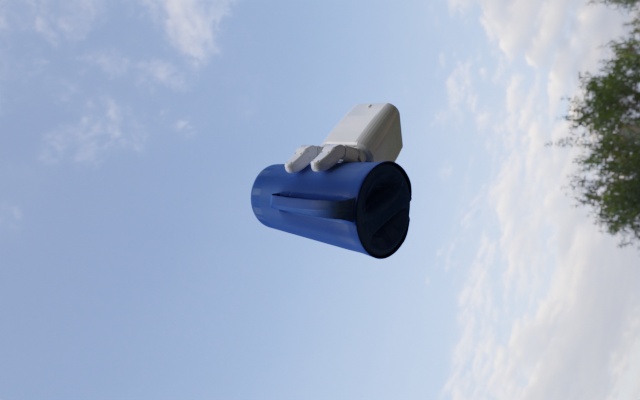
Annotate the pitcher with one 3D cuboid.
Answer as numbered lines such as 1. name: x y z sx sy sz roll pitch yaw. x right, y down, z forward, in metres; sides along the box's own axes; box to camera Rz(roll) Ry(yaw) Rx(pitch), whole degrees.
1. pitcher: 0.000 0.002 0.715 0.243 0.145 0.149 7 -39 43
